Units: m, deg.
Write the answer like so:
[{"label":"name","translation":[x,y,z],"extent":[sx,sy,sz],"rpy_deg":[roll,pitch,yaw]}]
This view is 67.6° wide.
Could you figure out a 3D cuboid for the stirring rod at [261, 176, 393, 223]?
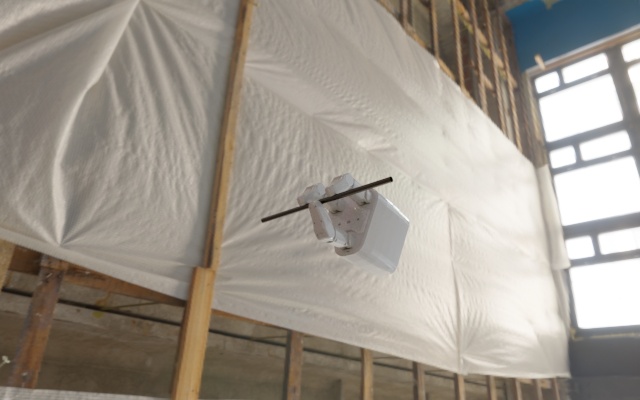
[{"label":"stirring rod","translation":[0.000,0.002,0.692],"extent":[0.239,0.011,0.011],"rpy_deg":[-18,-11,36]}]
